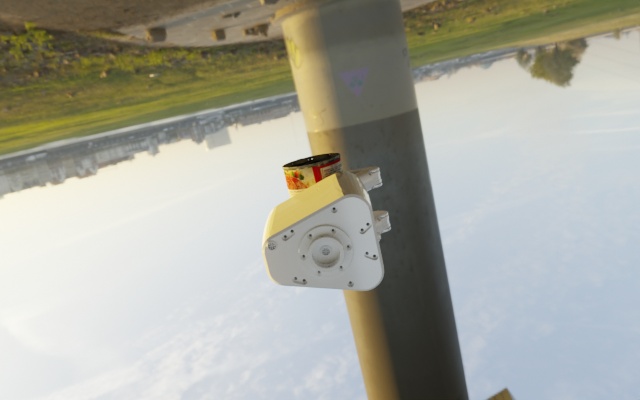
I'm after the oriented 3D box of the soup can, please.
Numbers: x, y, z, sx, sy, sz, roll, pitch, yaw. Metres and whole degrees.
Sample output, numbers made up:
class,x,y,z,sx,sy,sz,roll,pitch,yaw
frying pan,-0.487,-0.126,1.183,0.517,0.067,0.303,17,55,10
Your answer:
class,x,y,z,sx,sy,sz,roll,pitch,yaw
soup can,0.000,0.002,0.556,0.068,0.102,0.068,-12,12,3
